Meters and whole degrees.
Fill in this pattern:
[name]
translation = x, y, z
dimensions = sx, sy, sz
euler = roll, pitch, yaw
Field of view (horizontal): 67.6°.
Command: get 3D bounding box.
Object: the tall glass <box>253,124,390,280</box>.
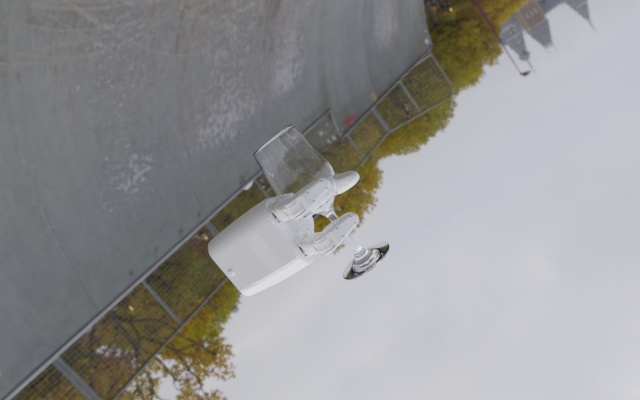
[tall glass]
translation = 0.001, 0.002, 0.606
dimensions = 0.079, 0.201, 0.079
euler = -36, 11, 8
